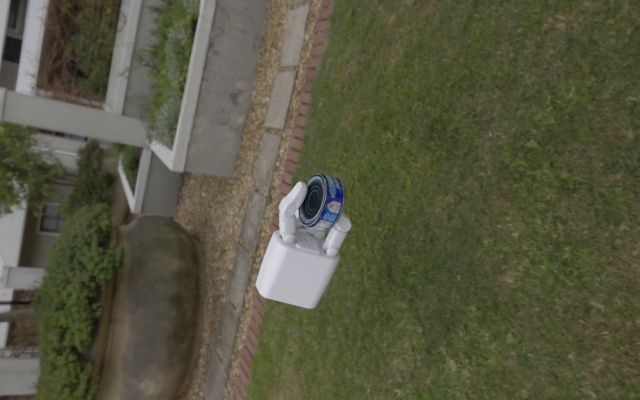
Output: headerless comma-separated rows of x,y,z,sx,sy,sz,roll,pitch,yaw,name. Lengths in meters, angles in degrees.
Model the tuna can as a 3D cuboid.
0.000,0.002,0.735,0.034,0.086,0.086,15,-7,-29,tuna can
